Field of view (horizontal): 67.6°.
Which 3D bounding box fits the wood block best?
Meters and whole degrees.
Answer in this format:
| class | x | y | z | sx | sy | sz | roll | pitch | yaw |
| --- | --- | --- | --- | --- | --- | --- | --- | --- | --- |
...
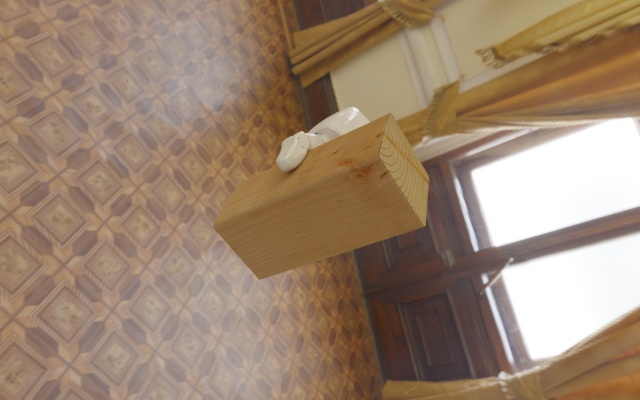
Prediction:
| class | x | y | z | sx | sy | sz | roll | pitch | yaw |
| --- | --- | --- | --- | --- | --- | --- | --- | --- | --- |
| wood block | 0.000 | 0.001 | 0.512 | 0.206 | 0.091 | 0.090 | -22 | 27 | 29 |
